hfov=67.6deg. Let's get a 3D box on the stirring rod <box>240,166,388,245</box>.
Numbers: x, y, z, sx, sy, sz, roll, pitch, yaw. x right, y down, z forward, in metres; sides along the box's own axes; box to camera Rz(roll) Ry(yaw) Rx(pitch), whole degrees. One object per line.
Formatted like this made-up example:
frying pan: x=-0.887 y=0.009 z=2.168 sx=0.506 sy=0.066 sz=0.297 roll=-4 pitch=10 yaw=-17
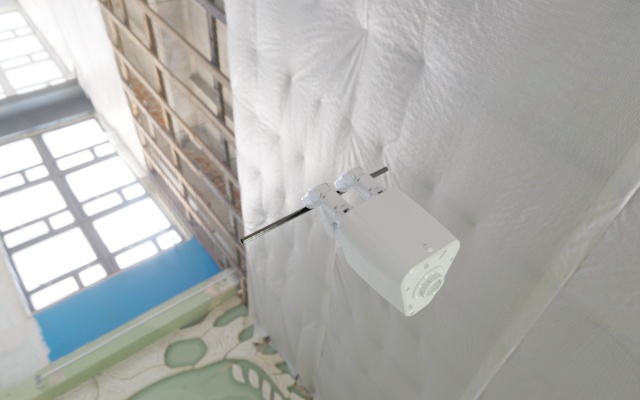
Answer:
stirring rod: x=0.000 y=0.002 z=0.636 sx=0.239 sy=0.011 sz=0.011 roll=-27 pitch=13 yaw=-27
